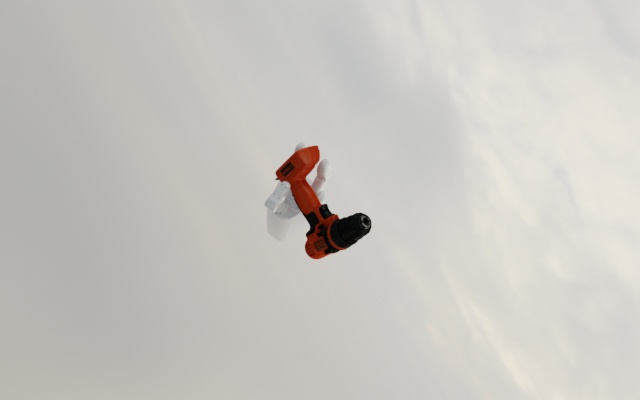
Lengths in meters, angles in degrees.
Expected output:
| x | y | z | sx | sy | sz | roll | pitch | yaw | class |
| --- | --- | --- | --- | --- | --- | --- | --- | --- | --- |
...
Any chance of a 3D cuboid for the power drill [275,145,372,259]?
| x | y | z | sx | sy | sz | roll | pitch | yaw | class |
| --- | --- | --- | --- | --- | --- | --- | --- | --- | --- |
| 0.000 | 0.002 | 0.838 | 0.057 | 0.187 | 0.184 | -18 | -10 | -36 | power drill |
